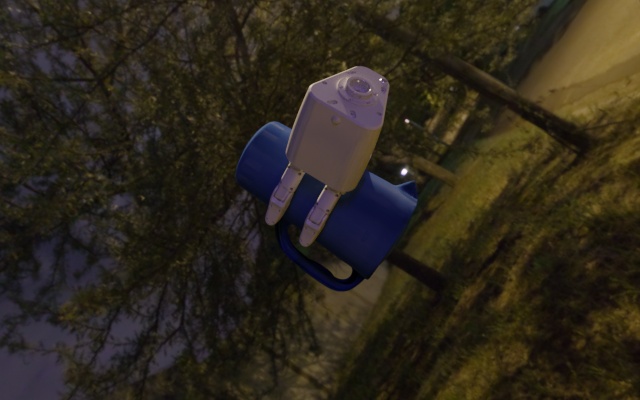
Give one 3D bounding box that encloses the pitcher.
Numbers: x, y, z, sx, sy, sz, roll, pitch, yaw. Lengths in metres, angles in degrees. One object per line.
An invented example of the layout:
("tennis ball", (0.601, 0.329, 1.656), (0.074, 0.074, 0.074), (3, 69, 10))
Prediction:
("pitcher", (0.000, 0.002, 0.673), (0.243, 0.145, 0.149), (32, 49, 8))
